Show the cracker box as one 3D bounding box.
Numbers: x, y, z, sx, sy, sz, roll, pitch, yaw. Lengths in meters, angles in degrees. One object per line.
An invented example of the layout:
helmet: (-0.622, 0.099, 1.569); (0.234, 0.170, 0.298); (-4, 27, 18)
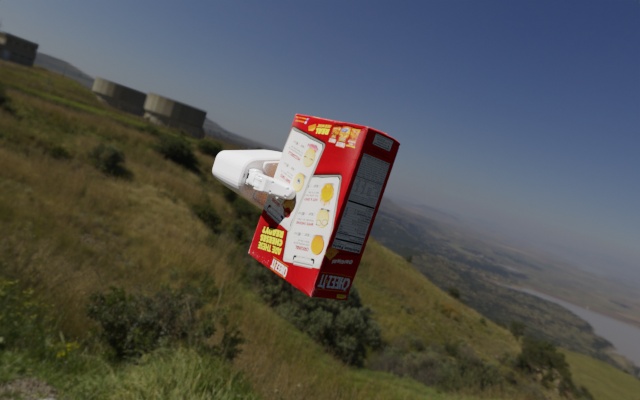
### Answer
cracker box: (0.000, 0.002, 0.637); (0.072, 0.214, 0.164); (16, 4, -38)
